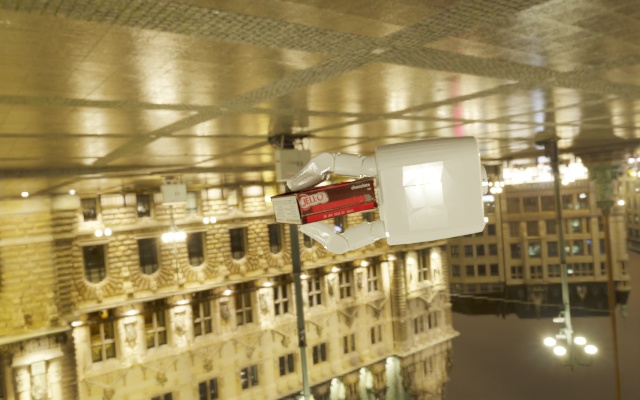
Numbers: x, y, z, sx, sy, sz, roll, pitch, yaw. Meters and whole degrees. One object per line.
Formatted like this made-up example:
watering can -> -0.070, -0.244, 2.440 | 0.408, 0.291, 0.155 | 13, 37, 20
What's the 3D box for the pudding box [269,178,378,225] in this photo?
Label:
pudding box -> 0.000, 0.002, 0.543 | 0.090, 0.039, 0.113 | -11, 0, -20
